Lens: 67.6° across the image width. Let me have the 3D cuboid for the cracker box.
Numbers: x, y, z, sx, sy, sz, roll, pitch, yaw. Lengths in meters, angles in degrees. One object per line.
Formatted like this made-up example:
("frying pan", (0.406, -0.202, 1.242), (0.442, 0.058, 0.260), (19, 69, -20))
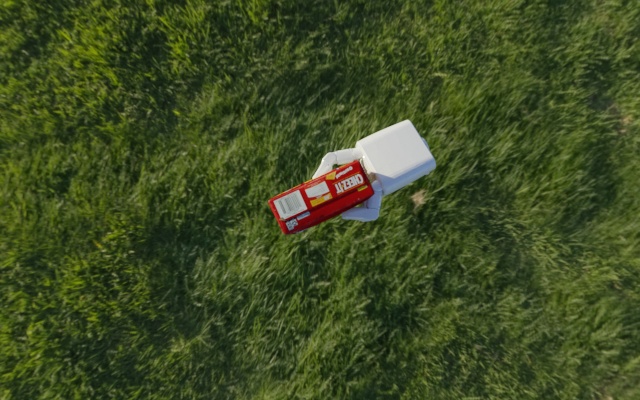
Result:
("cracker box", (0.000, 0.003, 0.868), (0.164, 0.072, 0.214), (-25, -3, -3))
